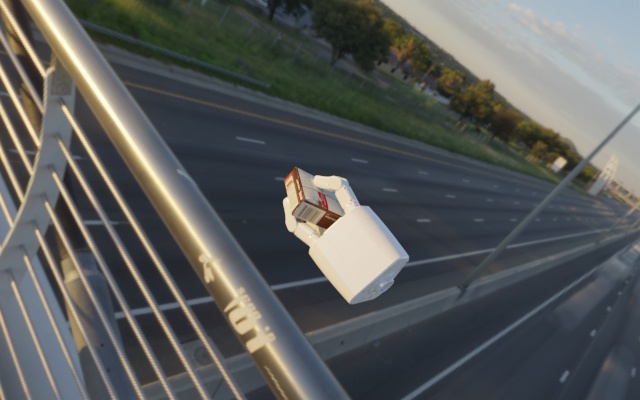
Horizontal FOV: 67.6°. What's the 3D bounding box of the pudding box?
[{"bbox_3d":[0.000,0.003,0.790,0.113,0.039,0.090,26,29,-31],"label":"pudding box"}]
